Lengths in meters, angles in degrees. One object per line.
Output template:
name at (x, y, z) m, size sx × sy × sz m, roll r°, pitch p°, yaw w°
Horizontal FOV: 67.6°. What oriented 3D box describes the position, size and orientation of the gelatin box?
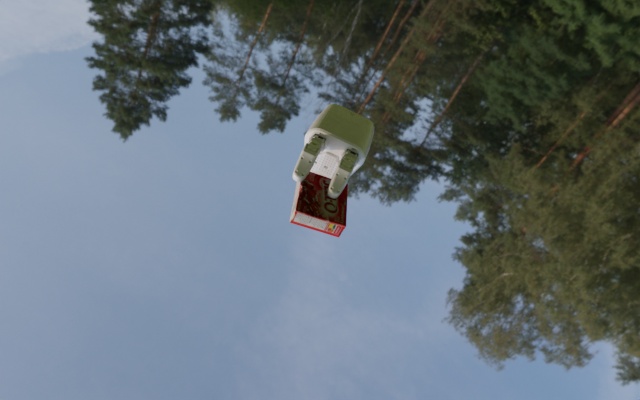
gelatin box at (0.000, 0.003, 0.674) m, size 0.073 × 0.089 × 0.030 m, roll 18°, pitch -47°, yaw -11°
